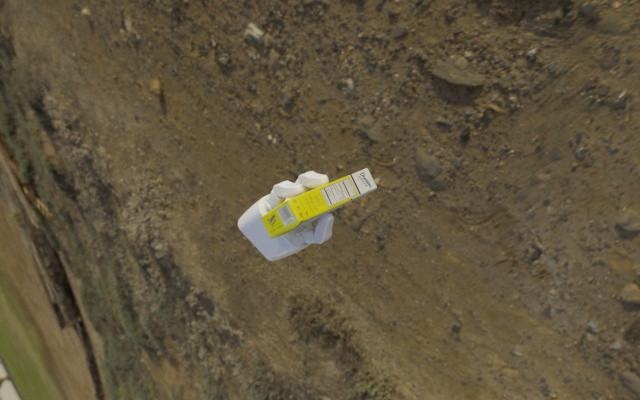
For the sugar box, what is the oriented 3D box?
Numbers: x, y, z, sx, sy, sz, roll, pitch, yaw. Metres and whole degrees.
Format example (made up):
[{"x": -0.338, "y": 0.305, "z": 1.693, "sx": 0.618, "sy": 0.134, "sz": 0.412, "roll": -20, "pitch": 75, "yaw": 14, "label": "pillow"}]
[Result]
[{"x": 0.000, "y": 0.002, "z": 0.780, "sx": 0.176, "sy": 0.048, "sz": 0.093, "roll": -26, "pitch": -2, "yaw": -38, "label": "sugar box"}]
